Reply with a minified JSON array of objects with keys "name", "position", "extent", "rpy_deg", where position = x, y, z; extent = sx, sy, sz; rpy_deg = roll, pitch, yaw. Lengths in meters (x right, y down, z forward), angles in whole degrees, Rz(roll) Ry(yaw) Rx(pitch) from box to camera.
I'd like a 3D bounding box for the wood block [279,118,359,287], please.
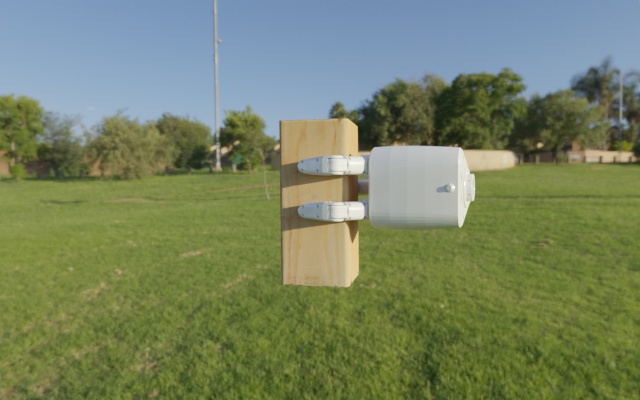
[{"name":"wood block","position":[0.001,0.002,0.631],"extent":[0.090,0.206,0.091],"rpy_deg":[0,2,13]}]
